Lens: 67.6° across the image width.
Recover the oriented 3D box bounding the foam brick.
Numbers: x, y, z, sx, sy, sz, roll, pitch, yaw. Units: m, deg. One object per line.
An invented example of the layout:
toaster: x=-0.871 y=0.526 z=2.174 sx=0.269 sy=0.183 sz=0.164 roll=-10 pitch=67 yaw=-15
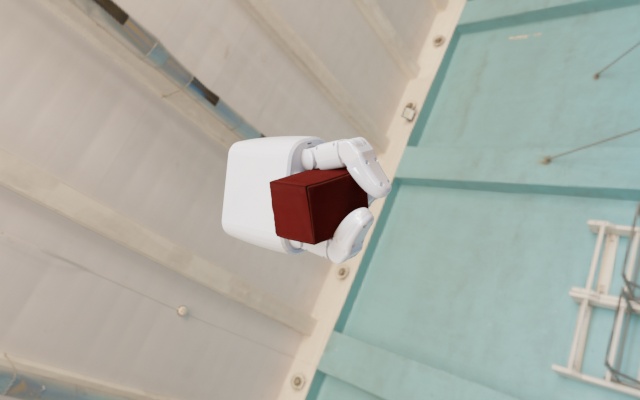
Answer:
foam brick: x=0.000 y=0.001 z=0.434 sx=0.051 sy=0.053 sz=0.078 roll=9 pitch=20 yaw=43
